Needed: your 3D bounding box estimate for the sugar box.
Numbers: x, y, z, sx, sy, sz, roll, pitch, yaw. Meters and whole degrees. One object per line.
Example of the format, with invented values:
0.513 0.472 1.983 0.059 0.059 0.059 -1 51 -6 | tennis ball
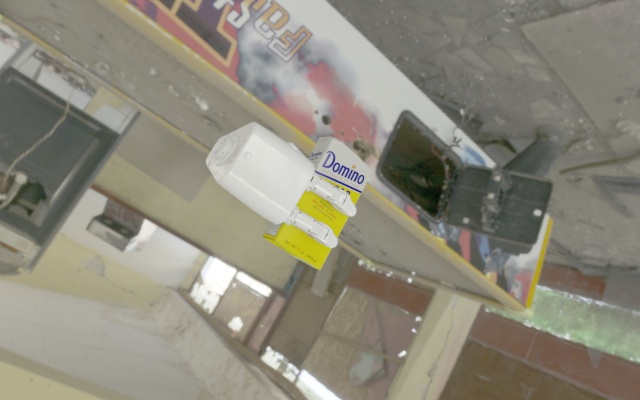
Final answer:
0.000 0.002 0.704 0.093 0.176 0.048 36 -13 -31 | sugar box
